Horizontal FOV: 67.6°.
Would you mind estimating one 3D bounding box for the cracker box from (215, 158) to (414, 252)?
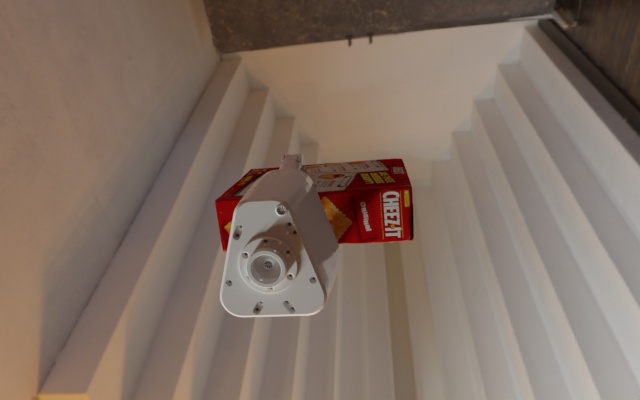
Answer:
[{"bbox_3d":[0.000,0.002,0.589,0.214,0.072,0.164,-3,15,7],"label":"cracker box"}]
